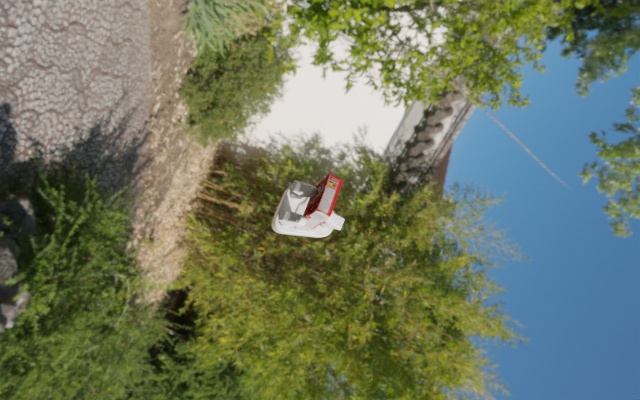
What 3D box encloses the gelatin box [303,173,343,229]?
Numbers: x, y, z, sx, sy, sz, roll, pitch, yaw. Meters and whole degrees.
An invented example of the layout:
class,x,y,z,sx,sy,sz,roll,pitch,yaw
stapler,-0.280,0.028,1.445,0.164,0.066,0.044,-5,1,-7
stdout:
class,x,y,z,sx,sy,sz,roll,pitch,yaw
gelatin box,0.001,0.003,0.822,0.030,0.073,0.089,26,-24,-12
